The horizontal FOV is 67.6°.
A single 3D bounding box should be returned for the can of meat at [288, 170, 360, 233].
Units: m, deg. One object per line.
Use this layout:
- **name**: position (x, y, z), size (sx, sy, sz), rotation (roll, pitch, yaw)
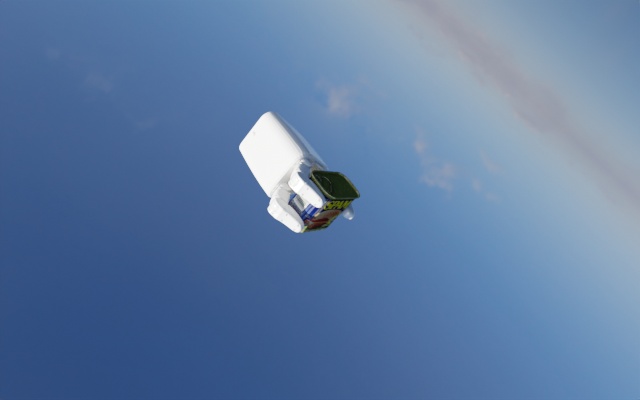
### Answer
- **can of meat**: position (0.000, 0.003, 0.752), size (0.084, 0.057, 0.102), rotation (-47, -23, 24)
